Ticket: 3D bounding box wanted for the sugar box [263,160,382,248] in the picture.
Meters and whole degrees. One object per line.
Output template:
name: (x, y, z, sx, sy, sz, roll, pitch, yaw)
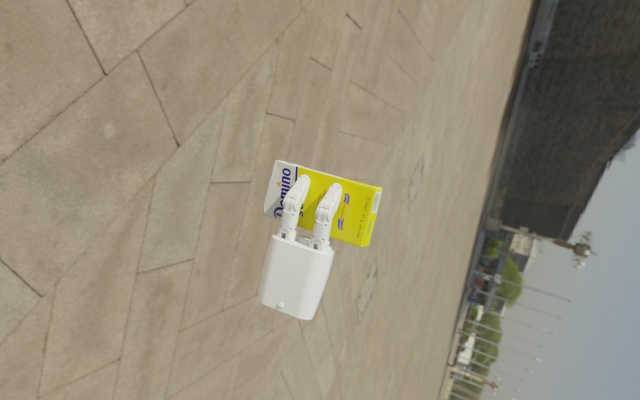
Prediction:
sugar box: (0.000, 0.003, 0.744, 0.176, 0.093, 0.048, 16, 6, 21)
